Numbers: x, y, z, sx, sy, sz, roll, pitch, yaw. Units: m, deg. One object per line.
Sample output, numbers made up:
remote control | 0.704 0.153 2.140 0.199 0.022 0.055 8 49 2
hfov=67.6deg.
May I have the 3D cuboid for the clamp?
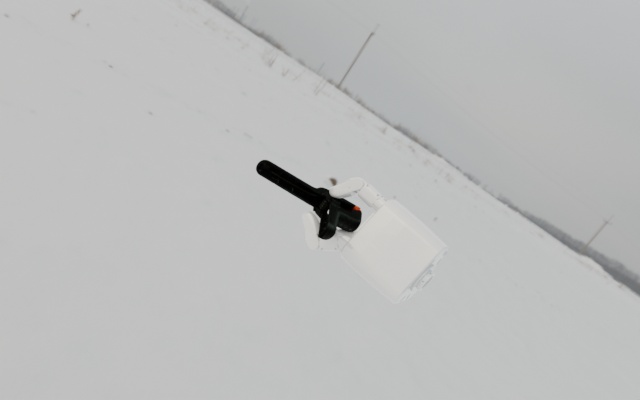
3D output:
clamp | 0.001 0.002 0.739 0.164 0.036 0.210 44 15 23
